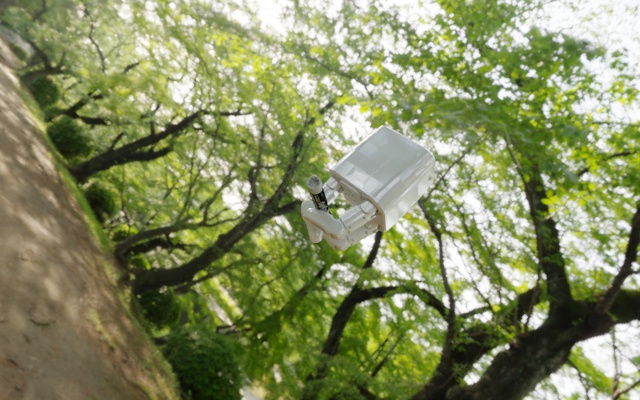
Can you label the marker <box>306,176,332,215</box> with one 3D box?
[{"bbox_3d":[0.000,0.002,0.626,0.020,0.020,0.121,0,-23,9],"label":"marker"}]
